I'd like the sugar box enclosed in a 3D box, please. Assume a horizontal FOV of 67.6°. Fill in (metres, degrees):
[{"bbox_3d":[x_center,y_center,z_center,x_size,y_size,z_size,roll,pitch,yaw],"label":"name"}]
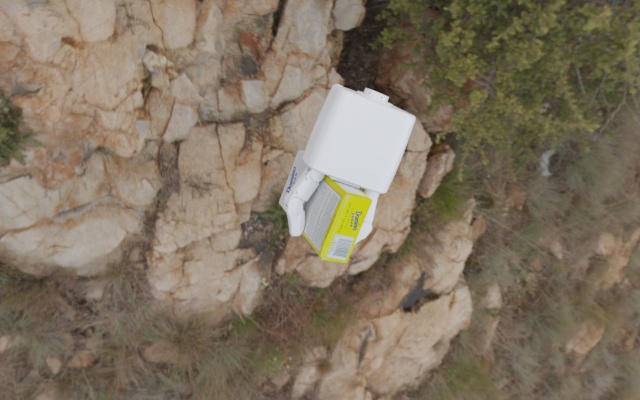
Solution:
[{"bbox_3d":[0.001,0.002,0.658,0.048,0.093,0.176,14,18,-26],"label":"sugar box"}]
